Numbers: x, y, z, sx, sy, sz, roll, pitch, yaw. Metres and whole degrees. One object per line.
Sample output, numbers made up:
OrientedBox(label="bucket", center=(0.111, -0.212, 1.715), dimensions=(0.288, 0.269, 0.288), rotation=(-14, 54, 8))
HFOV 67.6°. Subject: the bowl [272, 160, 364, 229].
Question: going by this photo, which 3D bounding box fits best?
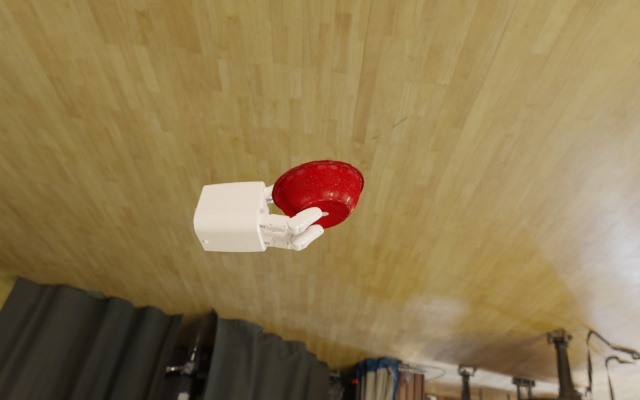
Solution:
OrientedBox(label="bowl", center=(0.001, 0.003, 0.806), dimensions=(0.162, 0.055, 0.162), rotation=(-8, -34, -5))
